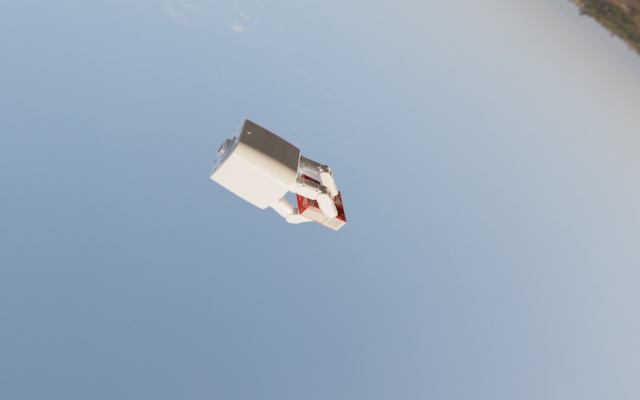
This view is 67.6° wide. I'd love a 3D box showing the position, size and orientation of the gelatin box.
[{"bbox_3d":[0.000,0.003,0.822,0.089,0.073,0.030,25,-51,-34],"label":"gelatin box"}]
